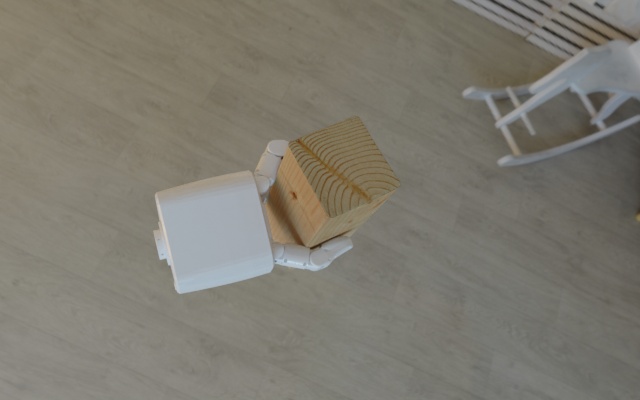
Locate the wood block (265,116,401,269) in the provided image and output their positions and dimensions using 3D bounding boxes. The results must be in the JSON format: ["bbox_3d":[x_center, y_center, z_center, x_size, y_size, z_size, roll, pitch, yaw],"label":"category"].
[{"bbox_3d":[0.000,0.002,0.569,0.090,0.091,0.206,-24,-14,-22],"label":"wood block"}]
